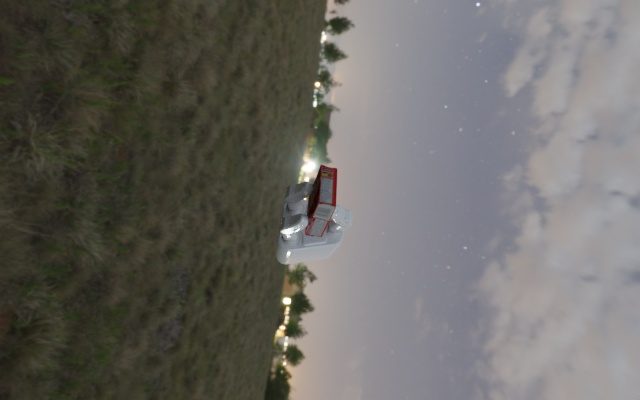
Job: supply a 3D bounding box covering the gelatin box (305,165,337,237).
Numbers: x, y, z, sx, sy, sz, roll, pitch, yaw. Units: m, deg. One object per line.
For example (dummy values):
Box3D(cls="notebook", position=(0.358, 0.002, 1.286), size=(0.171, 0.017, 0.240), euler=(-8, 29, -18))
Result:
Box3D(cls="gelatin box", position=(0.001, 0.002, 0.724), size=(0.030, 0.073, 0.089), euler=(11, -37, -9))
